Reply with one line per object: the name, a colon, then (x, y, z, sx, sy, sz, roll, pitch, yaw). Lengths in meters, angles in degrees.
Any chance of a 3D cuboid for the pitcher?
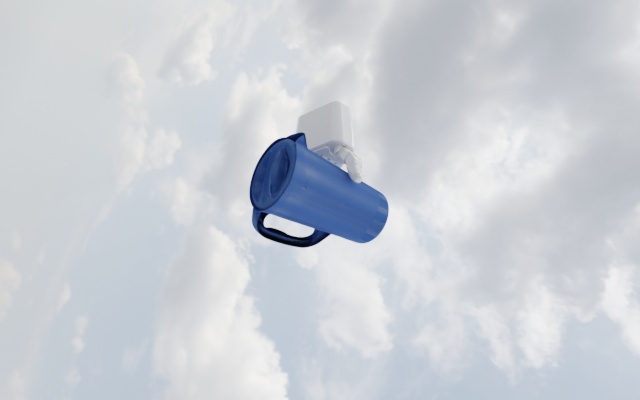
pitcher: (0.000, 0.003, 0.854, 0.243, 0.145, 0.149, 25, -42, -34)
